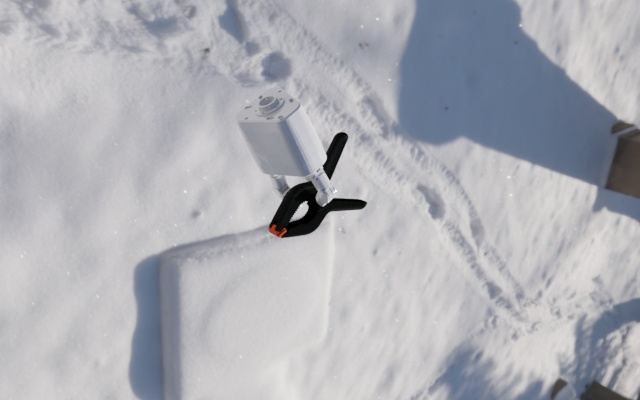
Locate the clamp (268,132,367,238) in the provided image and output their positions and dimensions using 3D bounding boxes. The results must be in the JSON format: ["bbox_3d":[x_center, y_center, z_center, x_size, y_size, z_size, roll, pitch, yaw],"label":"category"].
[{"bbox_3d":[0.000,0.003,0.839,0.210,0.165,0.036,-44,39,-21],"label":"clamp"}]
